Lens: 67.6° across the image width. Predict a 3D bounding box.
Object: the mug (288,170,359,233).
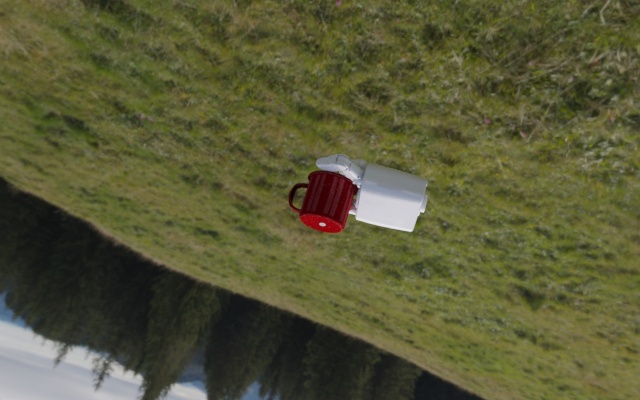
[{"bbox_3d":[-0.001,0.003,0.834,0.117,0.081,0.093,13,-22,10],"label":"mug"}]
